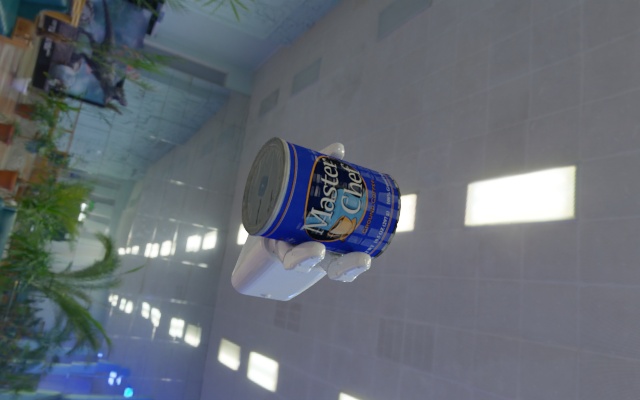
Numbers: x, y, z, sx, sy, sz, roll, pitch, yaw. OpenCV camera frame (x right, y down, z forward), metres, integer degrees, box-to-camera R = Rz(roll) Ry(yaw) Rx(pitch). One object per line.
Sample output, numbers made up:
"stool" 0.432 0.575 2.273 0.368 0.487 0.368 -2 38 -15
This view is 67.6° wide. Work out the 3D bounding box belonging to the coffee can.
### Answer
"coffee can" 0.000 0.001 0.513 0.140 0.103 0.103 16 -7 -27
